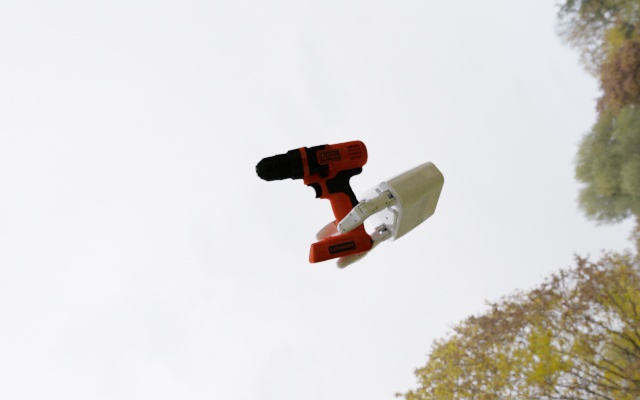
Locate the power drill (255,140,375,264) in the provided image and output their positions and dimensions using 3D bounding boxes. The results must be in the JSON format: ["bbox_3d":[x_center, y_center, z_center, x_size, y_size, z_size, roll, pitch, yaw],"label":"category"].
[{"bbox_3d":[0.000,0.003,0.764,0.184,0.187,0.057,-11,-4,-6],"label":"power drill"}]
